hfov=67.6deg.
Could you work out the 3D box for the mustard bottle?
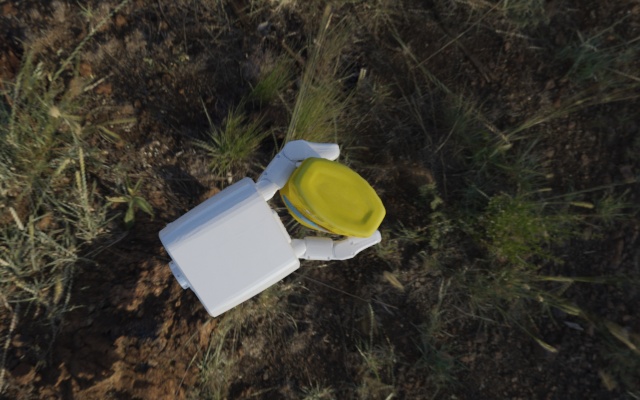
[{"bbox_3d":[0.000,0.002,0.542,0.096,0.058,0.191,34,-9,-8],"label":"mustard bottle"}]
